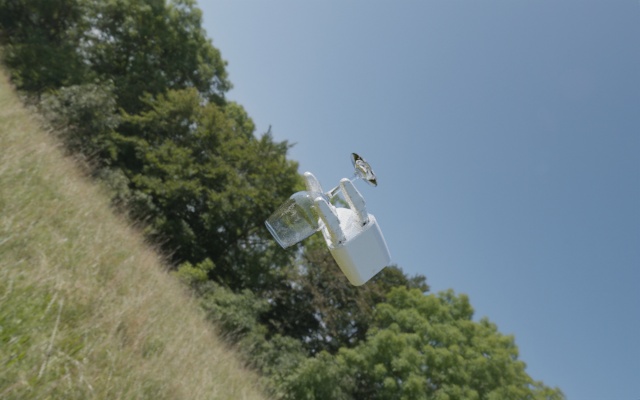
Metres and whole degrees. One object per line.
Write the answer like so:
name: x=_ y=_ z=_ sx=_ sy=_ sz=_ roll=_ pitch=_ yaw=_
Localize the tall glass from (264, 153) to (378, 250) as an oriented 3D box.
tall glass: x=0.001 y=0.002 z=0.836 sx=0.201 sy=0.079 sz=0.079 roll=-36 pitch=8 yaw=-12
